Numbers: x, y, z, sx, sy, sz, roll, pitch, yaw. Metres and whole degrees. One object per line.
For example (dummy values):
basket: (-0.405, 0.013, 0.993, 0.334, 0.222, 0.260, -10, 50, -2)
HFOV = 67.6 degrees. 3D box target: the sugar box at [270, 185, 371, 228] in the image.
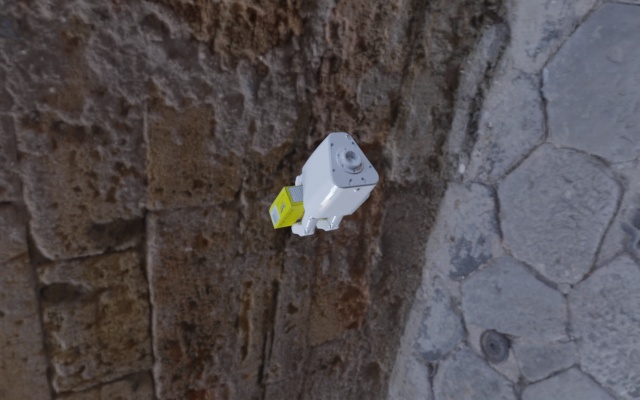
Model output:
sugar box: (0.000, 0.003, 0.899, 0.176, 0.048, 0.093, -7, -25, -29)
